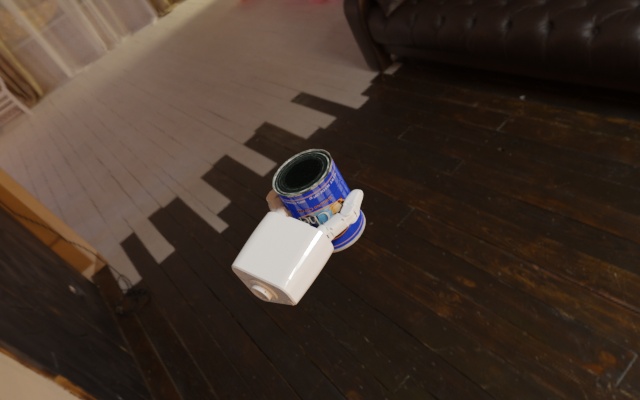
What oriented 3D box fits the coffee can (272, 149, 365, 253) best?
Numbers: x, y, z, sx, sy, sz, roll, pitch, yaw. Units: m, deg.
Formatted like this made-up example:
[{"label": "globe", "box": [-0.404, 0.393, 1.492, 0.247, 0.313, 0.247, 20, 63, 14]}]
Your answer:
[{"label": "coffee can", "box": [0.000, 0.003, 0.773, 0.103, 0.102, 0.140, 0, -42, 34]}]
